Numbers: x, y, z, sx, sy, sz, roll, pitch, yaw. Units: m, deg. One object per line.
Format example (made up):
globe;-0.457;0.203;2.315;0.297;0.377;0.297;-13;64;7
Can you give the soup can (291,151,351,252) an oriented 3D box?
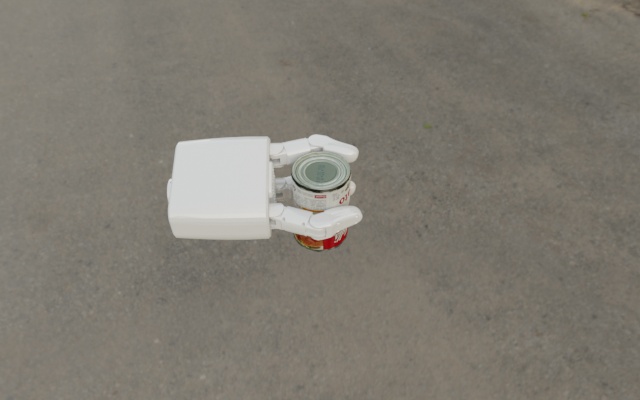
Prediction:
soup can;0.001;0.002;0.554;0.068;0.068;0.102;0;-45;0
